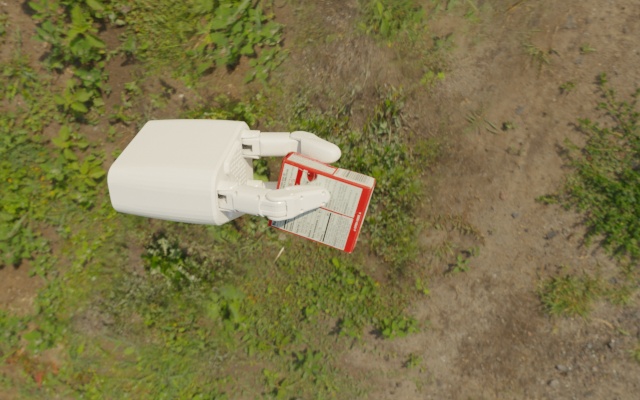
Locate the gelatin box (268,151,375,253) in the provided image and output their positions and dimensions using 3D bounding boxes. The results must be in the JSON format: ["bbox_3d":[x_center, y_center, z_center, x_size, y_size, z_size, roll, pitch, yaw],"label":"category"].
[{"bbox_3d":[0.000,0.002,0.460,0.089,0.073,0.030,19,26,7],"label":"gelatin box"}]
